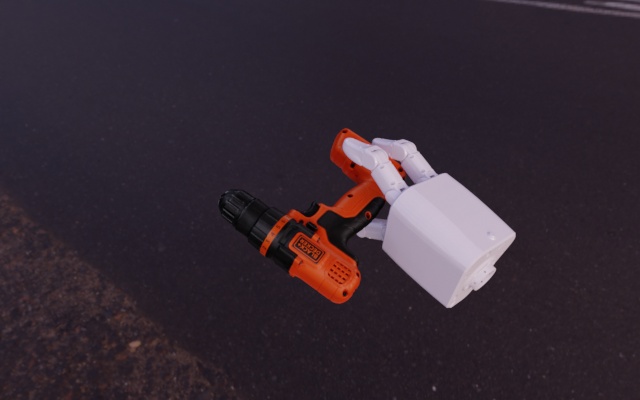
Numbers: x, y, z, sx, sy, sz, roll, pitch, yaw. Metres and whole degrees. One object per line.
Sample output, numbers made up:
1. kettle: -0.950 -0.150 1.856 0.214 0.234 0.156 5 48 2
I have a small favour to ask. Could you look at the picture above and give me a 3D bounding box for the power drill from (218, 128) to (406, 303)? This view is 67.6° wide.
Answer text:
1. power drill: 0.001 0.002 0.566 0.184 0.187 0.057 36 -26 6
